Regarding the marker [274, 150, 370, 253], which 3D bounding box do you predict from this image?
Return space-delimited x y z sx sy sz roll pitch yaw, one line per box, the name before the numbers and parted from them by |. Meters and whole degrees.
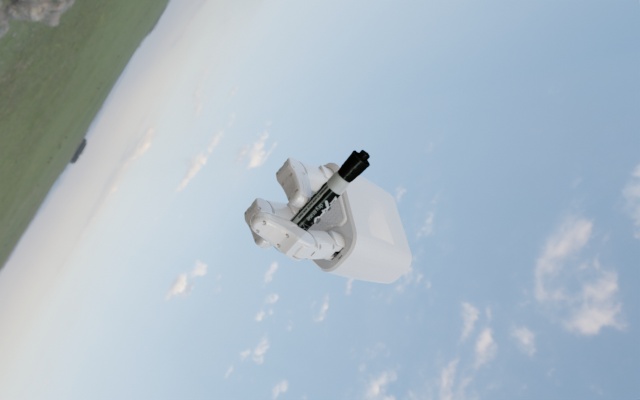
marker | 0.000 0.001 0.421 0.121 0.020 0.020 -47 -22 22
